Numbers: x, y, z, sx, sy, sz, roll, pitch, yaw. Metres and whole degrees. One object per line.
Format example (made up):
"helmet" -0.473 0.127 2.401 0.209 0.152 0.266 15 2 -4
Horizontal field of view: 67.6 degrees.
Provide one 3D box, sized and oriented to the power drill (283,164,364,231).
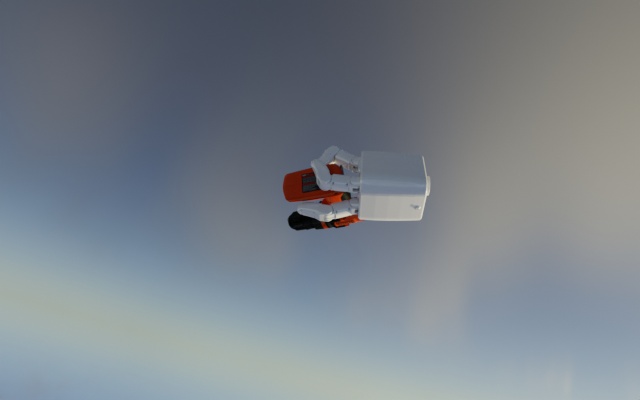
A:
"power drill" 0.000 0.003 0.881 0.184 0.057 0.188 -13 -23 15
